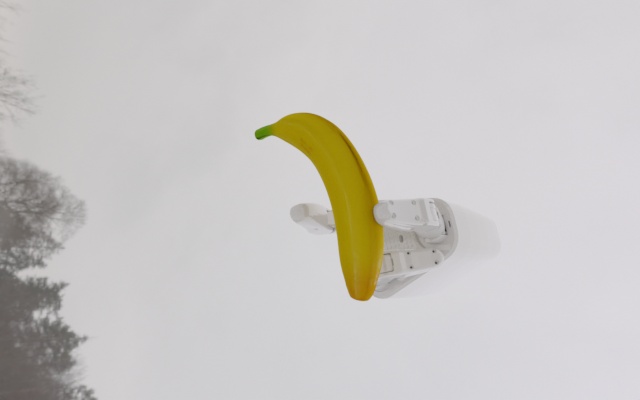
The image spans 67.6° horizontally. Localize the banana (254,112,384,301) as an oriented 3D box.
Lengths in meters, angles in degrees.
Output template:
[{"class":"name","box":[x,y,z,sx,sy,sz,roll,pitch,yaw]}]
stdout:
[{"class":"banana","box":[0.010,-0.014,0.398,0.037,0.197,0.070,11,-52,-46]}]
